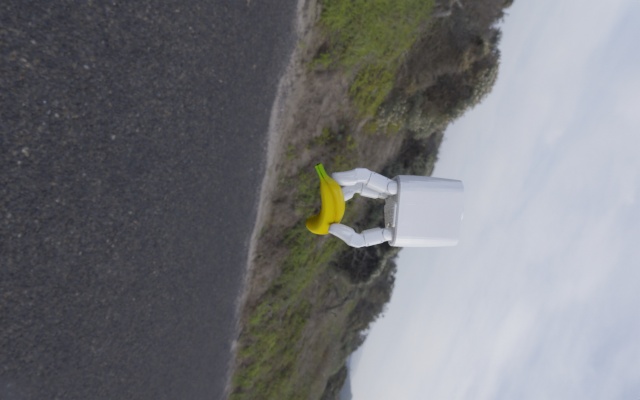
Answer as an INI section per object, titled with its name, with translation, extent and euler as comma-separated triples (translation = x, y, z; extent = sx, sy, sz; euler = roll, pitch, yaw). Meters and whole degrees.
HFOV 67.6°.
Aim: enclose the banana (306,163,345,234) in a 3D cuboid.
[banana]
translation = 0.008, 0.016, 0.786
extent = 0.037, 0.069, 0.198
euler = -18, -26, -18
